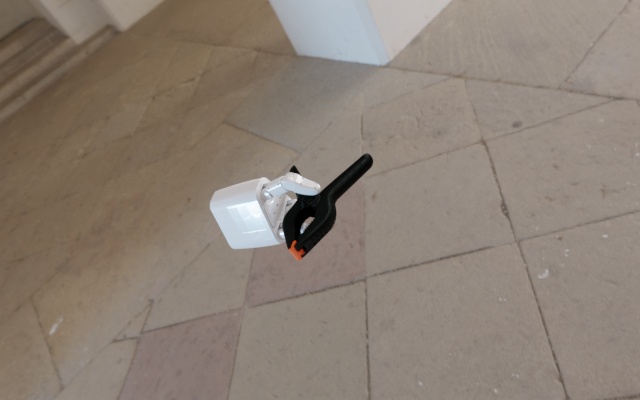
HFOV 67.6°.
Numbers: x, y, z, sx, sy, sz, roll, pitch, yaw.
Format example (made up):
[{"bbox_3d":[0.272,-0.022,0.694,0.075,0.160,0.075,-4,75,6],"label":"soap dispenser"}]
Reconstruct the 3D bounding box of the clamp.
[{"bbox_3d":[-0.001,0.002,0.777,0.164,0.209,0.036,-13,-48,27],"label":"clamp"}]
